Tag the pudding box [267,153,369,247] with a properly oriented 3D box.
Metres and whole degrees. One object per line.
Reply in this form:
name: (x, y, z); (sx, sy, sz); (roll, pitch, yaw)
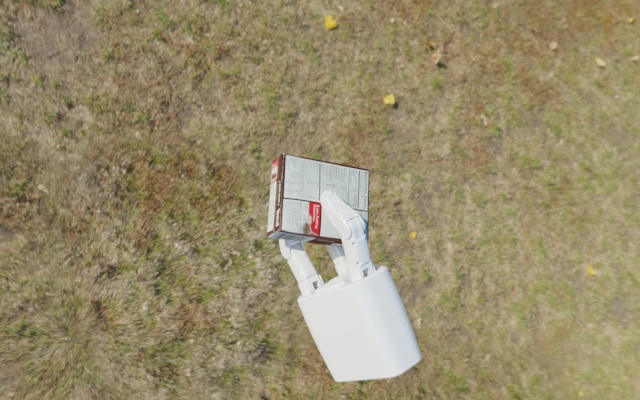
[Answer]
pudding box: (0.000, 0.002, 0.537); (0.113, 0.090, 0.039); (10, -17, -26)
